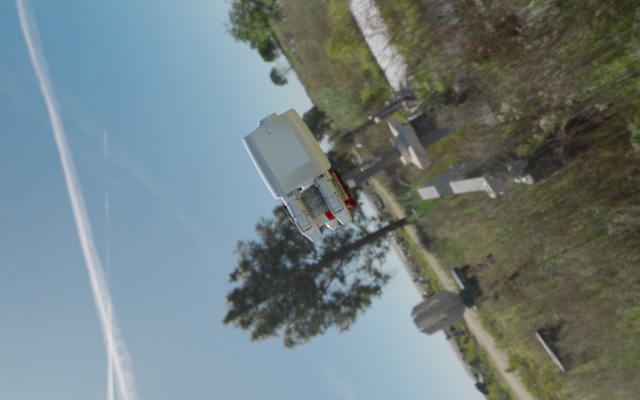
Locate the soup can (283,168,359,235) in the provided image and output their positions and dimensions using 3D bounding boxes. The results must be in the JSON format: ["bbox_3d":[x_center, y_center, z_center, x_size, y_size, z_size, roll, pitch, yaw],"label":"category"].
[{"bbox_3d":[0.000,0.003,0.759,0.102,0.068,0.068,-30,-3,6],"label":"soup can"}]
